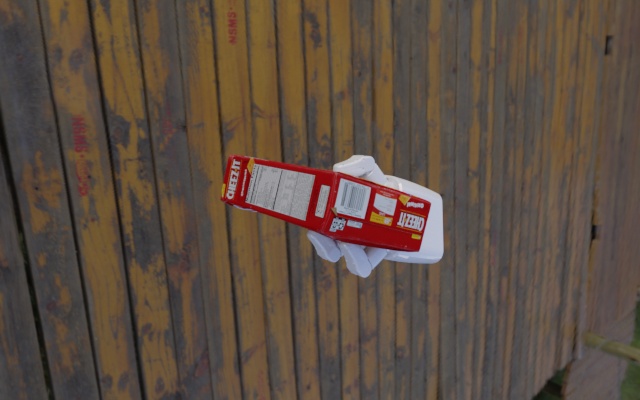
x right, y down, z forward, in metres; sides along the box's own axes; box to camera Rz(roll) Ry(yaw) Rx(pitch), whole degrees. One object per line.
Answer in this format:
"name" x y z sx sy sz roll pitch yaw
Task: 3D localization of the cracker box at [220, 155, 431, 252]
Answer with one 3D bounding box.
"cracker box" 0.000 0.002 0.595 0.164 0.072 0.213 14 0 -41
